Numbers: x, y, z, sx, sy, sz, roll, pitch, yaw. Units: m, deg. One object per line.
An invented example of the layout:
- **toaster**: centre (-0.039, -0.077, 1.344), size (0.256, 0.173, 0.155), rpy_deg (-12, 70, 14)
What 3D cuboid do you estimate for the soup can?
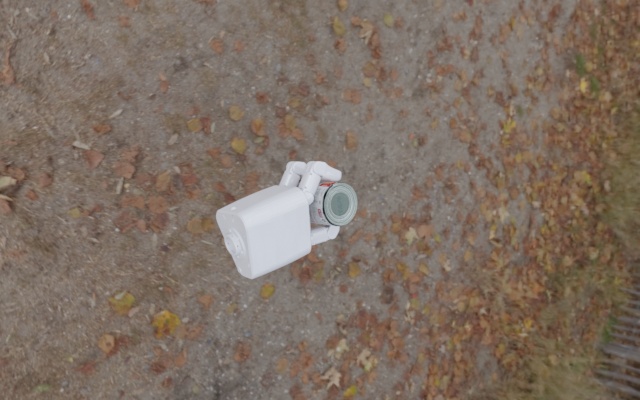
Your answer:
- **soup can**: centre (0.001, 0.002, 0.747), size (0.068, 0.068, 0.102), rpy_deg (0, 3, -37)
